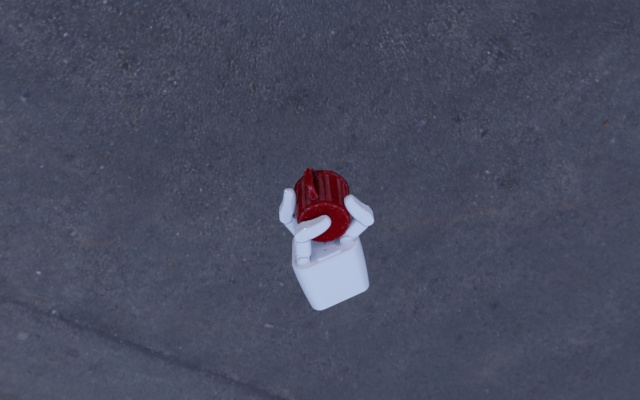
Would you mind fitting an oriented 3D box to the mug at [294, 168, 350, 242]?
[{"bbox_3d":[0.000,0.001,0.748,0.093,0.117,0.081,-15,37,8],"label":"mug"}]
